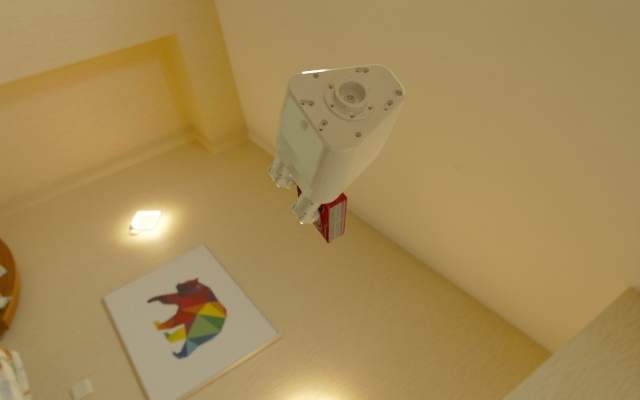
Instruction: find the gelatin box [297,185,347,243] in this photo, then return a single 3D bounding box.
[{"bbox_3d":[0.000,0.002,0.609,0.030,0.073,0.089,-30,-29,-17],"label":"gelatin box"}]
